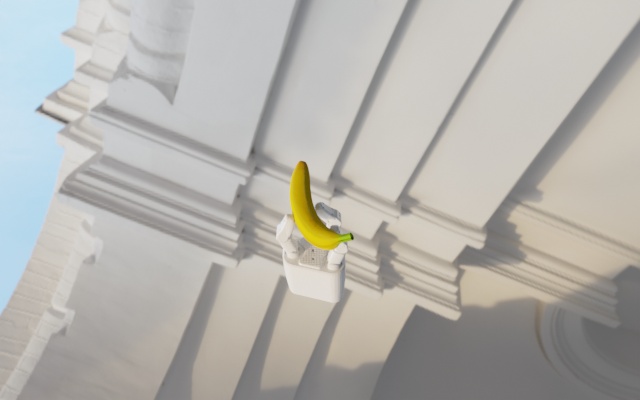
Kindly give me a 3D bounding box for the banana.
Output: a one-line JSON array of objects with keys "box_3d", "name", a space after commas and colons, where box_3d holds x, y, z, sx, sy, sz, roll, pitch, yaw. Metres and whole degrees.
[{"box_3d": [-0.014, 0.016, 0.775, 0.069, 0.197, 0.037, -35, -39, 3], "name": "banana"}]
